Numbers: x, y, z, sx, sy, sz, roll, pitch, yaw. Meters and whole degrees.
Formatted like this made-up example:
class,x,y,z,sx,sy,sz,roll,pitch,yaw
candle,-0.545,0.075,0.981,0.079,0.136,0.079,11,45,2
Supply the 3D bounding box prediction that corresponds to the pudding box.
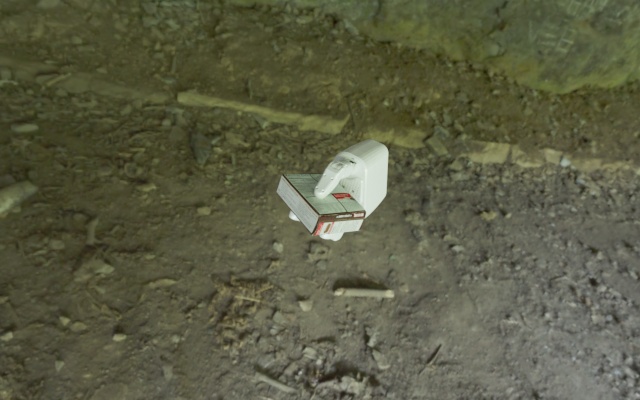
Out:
class,x,y,z,sx,sy,sz,roll,pitch,yaw
pudding box,0.000,0.002,0.704,0.090,0.039,0.113,-4,35,-36
